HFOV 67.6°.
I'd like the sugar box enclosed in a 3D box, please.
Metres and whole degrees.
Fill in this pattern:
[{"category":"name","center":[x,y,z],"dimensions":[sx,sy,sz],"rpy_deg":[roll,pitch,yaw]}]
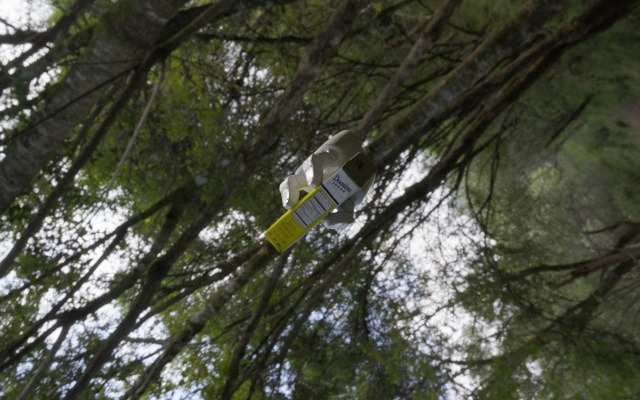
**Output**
[{"category":"sugar box","center":[0.000,0.002,0.717],"dimensions":[0.176,0.048,0.093],"rpy_deg":[-43,0,30]}]
